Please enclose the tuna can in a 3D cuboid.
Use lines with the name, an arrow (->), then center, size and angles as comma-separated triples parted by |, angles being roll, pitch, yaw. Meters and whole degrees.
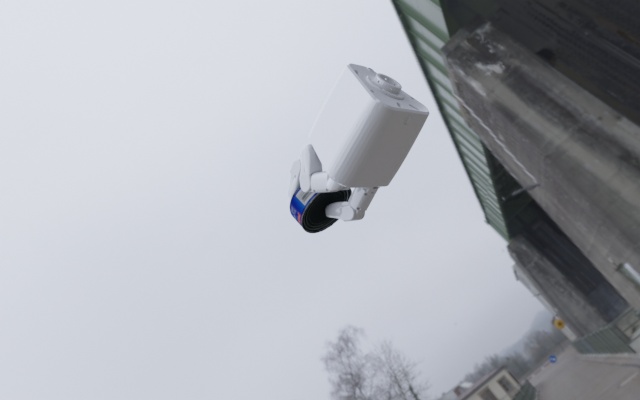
tuna can -> 0.000, 0.002, 0.660 | 0.086, 0.086, 0.033 | 0, 37, -48
